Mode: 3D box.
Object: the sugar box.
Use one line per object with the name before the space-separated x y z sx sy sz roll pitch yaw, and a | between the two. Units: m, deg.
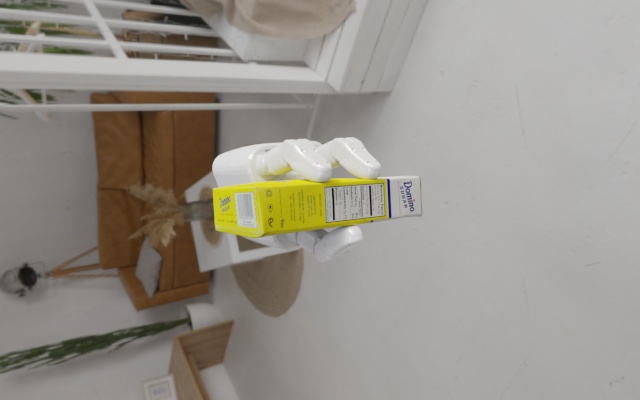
sugar box | 0.000 0.001 0.447 0.176 0.048 0.093 -8 6 -34
